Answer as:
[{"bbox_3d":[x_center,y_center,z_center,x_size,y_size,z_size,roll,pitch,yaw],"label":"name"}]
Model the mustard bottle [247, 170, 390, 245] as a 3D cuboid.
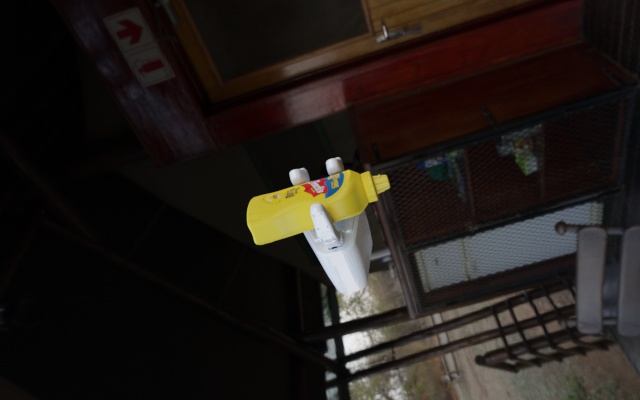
[{"bbox_3d":[0.000,0.002,0.648,0.191,0.058,0.096,-16,19,7],"label":"mustard bottle"}]
